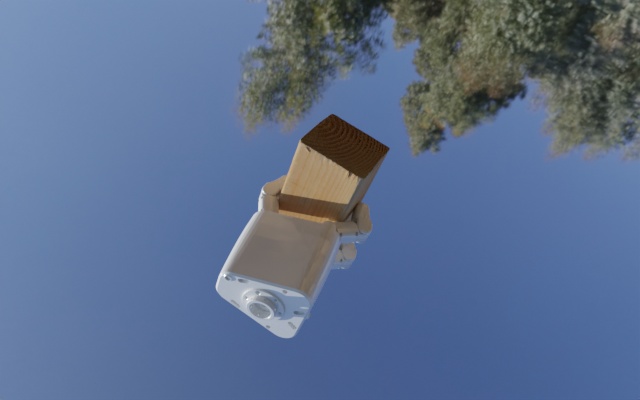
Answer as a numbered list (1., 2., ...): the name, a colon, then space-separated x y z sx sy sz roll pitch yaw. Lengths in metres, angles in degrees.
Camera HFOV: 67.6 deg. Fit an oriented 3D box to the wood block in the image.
1. wood block: 0.000 0.002 0.643 0.091 0.206 0.090 33 42 9
